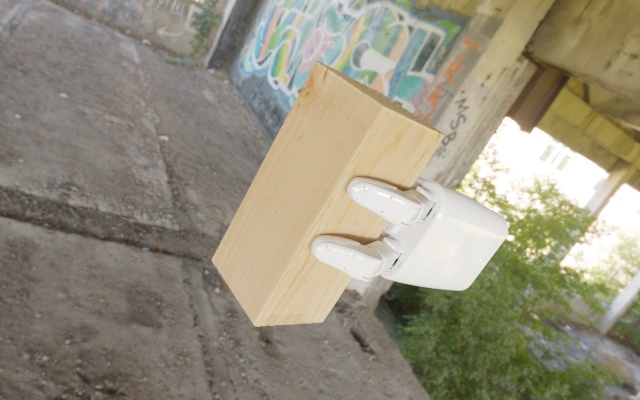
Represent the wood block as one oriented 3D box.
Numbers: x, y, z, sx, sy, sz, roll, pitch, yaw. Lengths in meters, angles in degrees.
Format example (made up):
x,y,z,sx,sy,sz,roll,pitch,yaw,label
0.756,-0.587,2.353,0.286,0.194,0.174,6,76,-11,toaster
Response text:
x,y,z,sx,sy,sz,roll,pitch,yaw,label
0.000,0.001,0.419,0.090,0.206,0.090,11,26,-46,wood block
